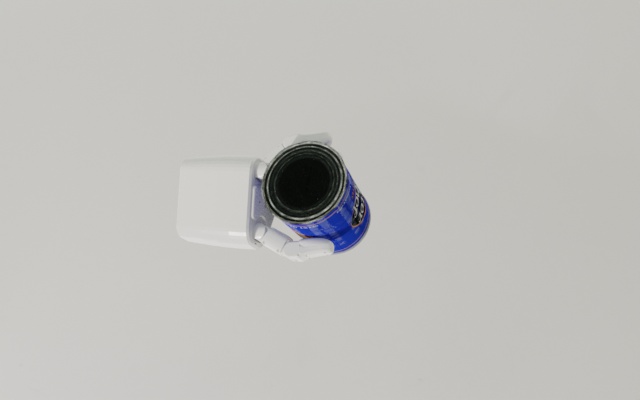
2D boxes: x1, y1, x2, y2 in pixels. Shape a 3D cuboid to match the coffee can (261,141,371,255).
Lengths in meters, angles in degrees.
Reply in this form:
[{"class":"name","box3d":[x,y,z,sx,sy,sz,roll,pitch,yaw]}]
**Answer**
[{"class":"coffee can","box3d":[0.000,0.002,0.601,0.103,0.102,0.140,0,-20,17]}]
